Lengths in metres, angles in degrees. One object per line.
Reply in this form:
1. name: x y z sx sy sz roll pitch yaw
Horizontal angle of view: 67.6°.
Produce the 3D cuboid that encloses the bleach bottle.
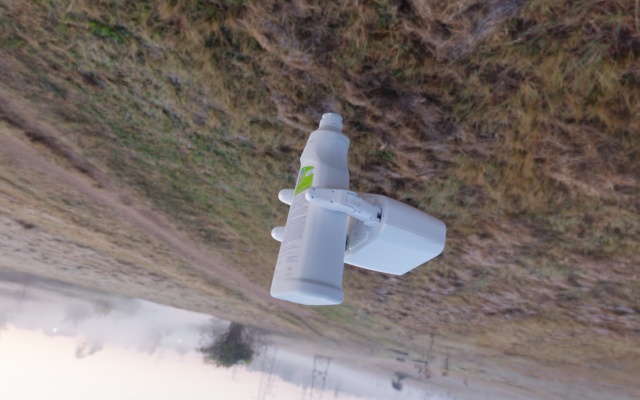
1. bleach bottle: 0.000 0.002 0.609 0.068 0.250 0.102 19 -20 -26
